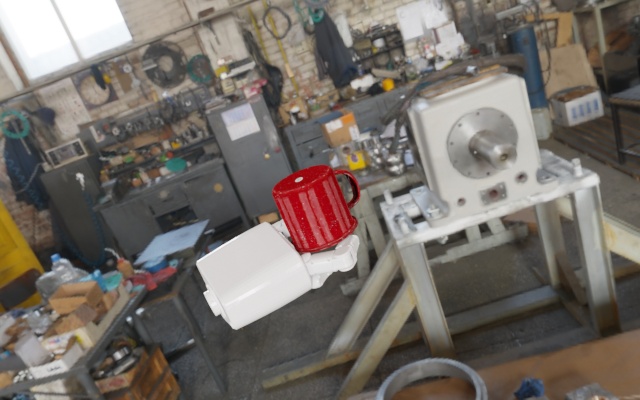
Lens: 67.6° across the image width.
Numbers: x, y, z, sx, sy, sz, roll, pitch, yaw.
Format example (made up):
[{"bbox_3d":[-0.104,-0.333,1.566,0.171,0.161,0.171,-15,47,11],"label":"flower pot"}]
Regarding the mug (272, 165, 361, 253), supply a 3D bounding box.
[{"bbox_3d":[0.001,0.001,0.605,0.117,0.081,0.093,-29,20,-19],"label":"mug"}]
